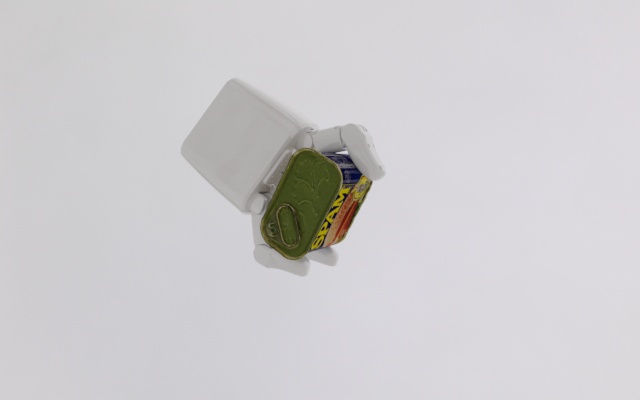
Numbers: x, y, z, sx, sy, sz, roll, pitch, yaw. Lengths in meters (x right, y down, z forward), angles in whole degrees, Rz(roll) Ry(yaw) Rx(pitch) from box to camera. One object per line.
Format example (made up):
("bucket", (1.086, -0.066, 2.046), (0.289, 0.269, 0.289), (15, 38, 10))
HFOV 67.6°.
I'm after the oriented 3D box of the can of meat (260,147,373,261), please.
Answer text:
("can of meat", (0.000, 0.001, 0.466), (0.057, 0.102, 0.084), (34, 19, 22))
